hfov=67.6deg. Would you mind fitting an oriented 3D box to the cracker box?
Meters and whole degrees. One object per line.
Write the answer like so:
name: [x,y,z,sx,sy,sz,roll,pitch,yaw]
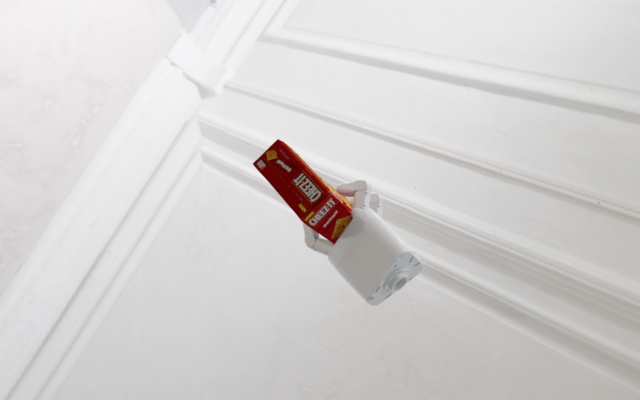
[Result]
cracker box: [0.000,0.003,0.837,0.164,0.072,0.214,46,4,37]
